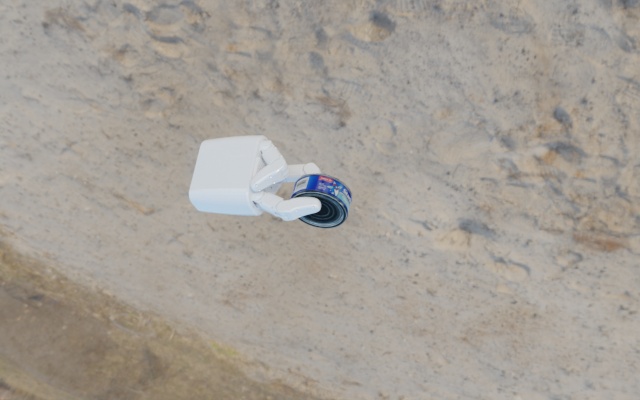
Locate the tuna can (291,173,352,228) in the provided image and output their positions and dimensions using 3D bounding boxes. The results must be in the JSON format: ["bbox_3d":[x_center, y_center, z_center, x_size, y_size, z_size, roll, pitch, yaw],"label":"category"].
[{"bbox_3d":[0.000,0.003,0.678,0.086,0.033,0.086,10,-37,8],"label":"tuna can"}]
